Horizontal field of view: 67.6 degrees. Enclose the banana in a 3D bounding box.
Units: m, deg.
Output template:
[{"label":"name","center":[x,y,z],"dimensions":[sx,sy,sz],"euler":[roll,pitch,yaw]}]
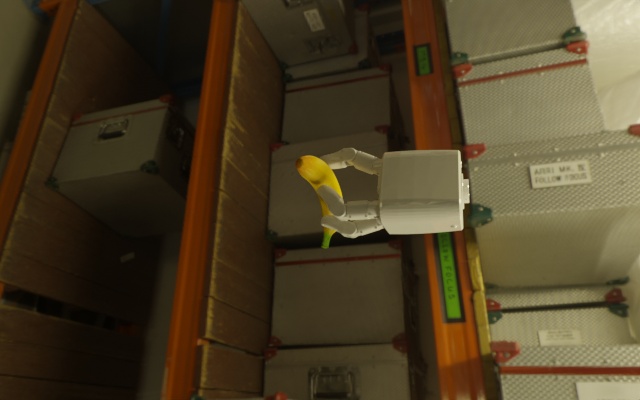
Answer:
[{"label":"banana","center":[0.006,-0.009,0.725],"dimensions":[0.037,0.069,0.198],"euler":[3,-40,19]}]
